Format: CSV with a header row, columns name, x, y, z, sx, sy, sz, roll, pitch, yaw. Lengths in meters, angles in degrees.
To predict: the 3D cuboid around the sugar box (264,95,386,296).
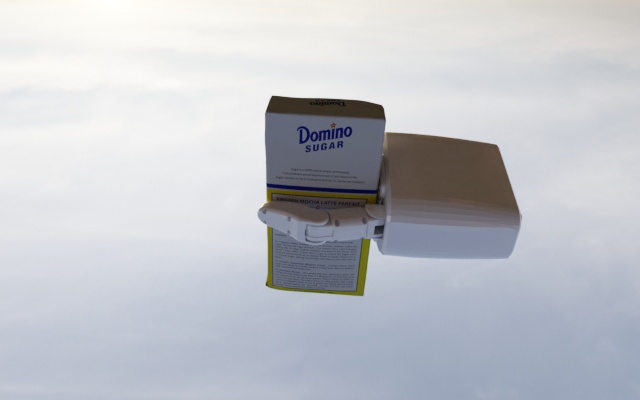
name,x,y,z,sx,sy,sz,roll,pitch,yaw
sugar box,0.000,0.001,0.412,0.093,0.176,0.048,4,29,0
